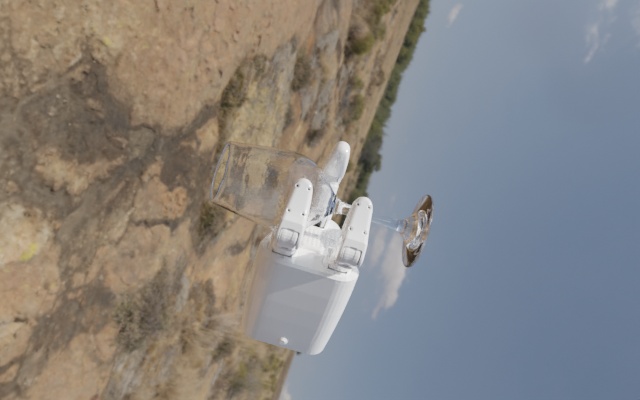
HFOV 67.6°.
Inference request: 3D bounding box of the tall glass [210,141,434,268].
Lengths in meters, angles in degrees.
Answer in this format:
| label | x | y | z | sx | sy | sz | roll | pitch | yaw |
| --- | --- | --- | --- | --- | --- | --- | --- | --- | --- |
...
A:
| label | x | y | z | sx | sy | sz | roll | pitch | yaw |
| --- | --- | --- | --- | --- | --- | --- | --- | --- | --- |
| tall glass | 0.001 | 0.002 | 0.460 | 0.201 | 0.079 | 0.079 | 17 | -1 | -4 |
